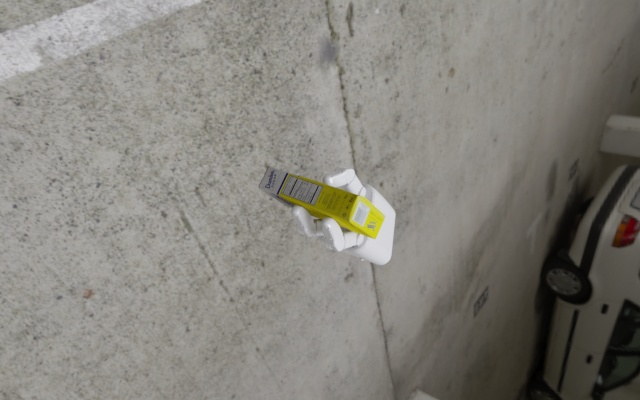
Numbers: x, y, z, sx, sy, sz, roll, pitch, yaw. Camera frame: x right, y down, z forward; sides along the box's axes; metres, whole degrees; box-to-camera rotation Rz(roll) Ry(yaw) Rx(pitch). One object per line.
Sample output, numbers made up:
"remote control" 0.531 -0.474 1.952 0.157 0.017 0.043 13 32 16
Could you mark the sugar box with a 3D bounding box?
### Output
"sugar box" 0.000 0.003 0.721 0.176 0.048 0.093 16 -12 35
